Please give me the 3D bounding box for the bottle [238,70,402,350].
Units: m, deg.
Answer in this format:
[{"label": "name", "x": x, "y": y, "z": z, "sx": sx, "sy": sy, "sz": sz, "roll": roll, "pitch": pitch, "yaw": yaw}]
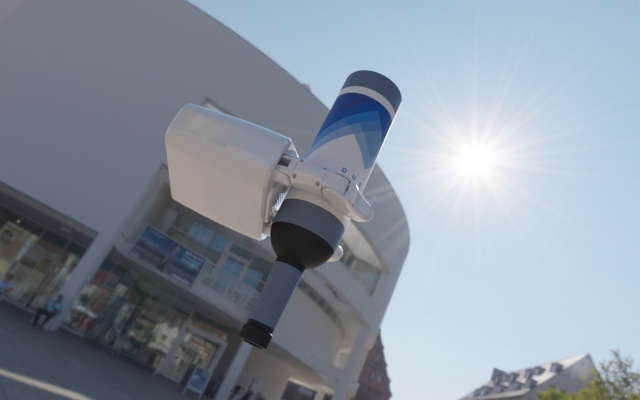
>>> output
[{"label": "bottle", "x": 0.000, "y": 0.001, "z": 0.467, "sx": 0.069, "sy": 0.295, "sz": 0.069, "roll": 21, "pitch": -24, "yaw": 10}]
